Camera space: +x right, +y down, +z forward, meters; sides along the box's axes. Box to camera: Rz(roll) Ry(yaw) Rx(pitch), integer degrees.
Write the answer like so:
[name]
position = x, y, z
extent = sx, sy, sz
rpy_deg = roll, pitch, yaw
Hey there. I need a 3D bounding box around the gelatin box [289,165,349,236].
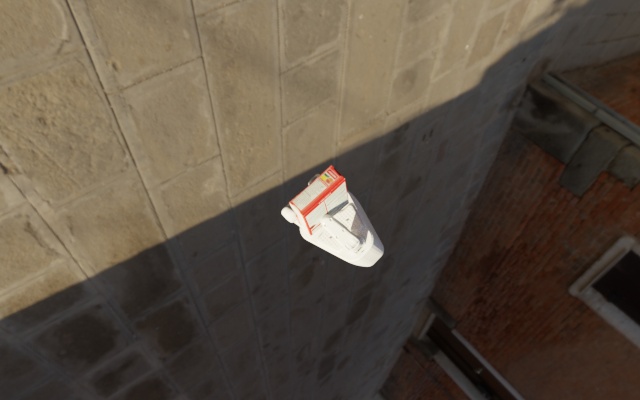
[gelatin box]
position = 0.000, 0.002, 0.634
extent = 0.073, 0.030, 0.089
rpy_deg = -41, -20, -9
